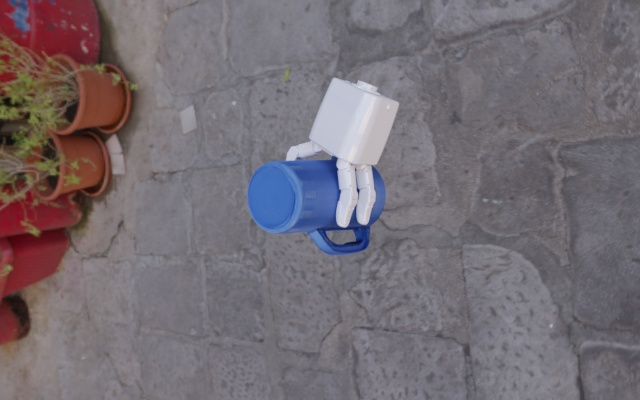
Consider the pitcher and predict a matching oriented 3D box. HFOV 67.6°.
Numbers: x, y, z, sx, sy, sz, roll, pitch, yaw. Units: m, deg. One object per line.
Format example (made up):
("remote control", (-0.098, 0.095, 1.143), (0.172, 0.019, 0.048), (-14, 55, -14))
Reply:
("pitcher", (0.000, 0.002, 0.792), (0.149, 0.145, 0.243), (33, 20, 30))
